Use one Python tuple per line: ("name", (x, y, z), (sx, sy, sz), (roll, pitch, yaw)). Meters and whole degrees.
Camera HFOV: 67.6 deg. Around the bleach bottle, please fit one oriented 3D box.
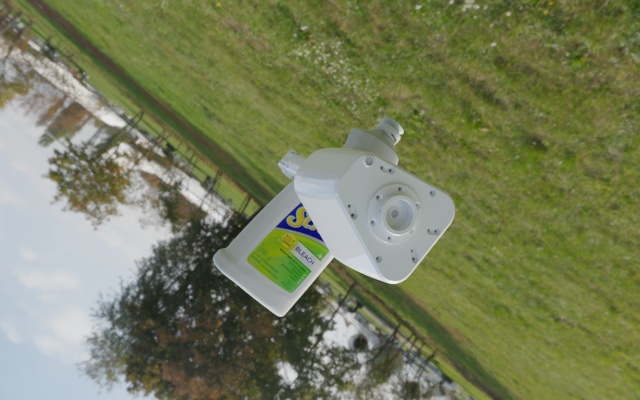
("bleach bottle", (0.000, 0.002, 0.537), (0.102, 0.251, 0.068), (42, -8, -18))
